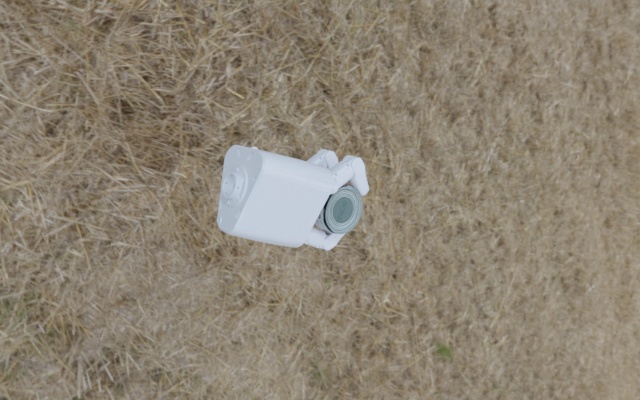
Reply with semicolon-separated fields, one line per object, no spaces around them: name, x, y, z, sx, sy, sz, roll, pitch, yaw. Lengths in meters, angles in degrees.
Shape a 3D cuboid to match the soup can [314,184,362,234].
soup can;0.001;0.002;0.663;0.068;0.068;0.102;0;12;-39
